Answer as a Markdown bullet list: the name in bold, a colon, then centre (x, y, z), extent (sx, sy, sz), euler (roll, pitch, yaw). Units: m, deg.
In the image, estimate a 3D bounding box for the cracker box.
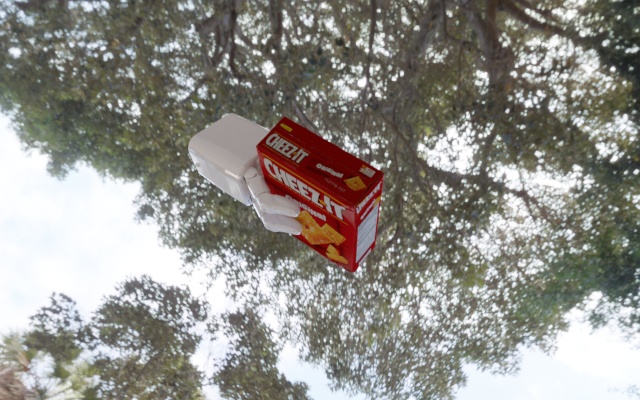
- **cracker box**: centre (0.000, 0.002, 0.695), extent (0.164, 0.072, 0.214), euler (31, -24, 20)
